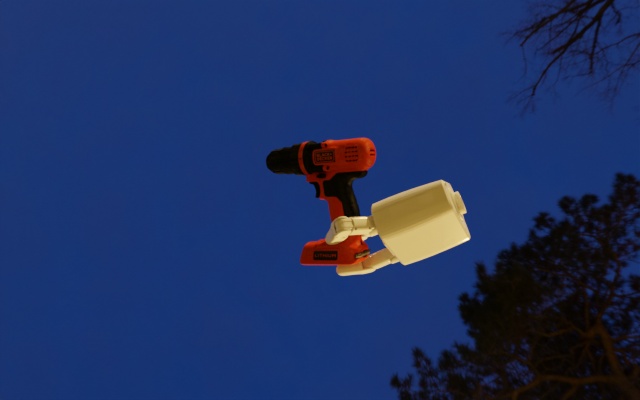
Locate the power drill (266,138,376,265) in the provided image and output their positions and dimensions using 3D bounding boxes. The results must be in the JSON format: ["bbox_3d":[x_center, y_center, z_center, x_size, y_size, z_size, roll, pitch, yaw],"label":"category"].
[{"bbox_3d":[0.000,0.003,0.727,0.184,0.187,0.057,-3,5,32],"label":"power drill"}]
